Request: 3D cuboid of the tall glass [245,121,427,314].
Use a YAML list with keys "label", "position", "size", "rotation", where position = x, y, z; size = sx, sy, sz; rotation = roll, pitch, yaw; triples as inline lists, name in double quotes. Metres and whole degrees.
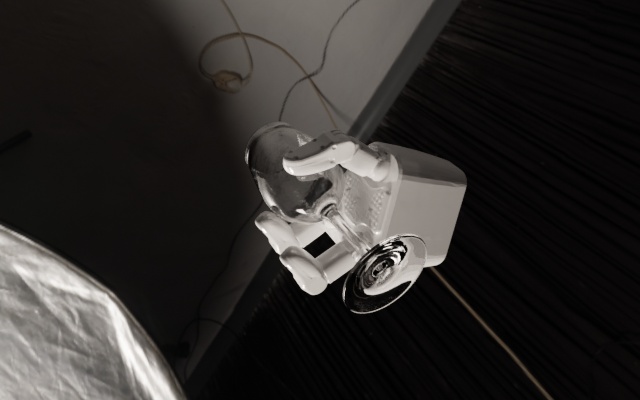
- label: "tall glass"
  position: [0.000, 0.002, 0.417]
  size: [0.079, 0.079, 0.201]
  rotation: [0, 33, -36]
